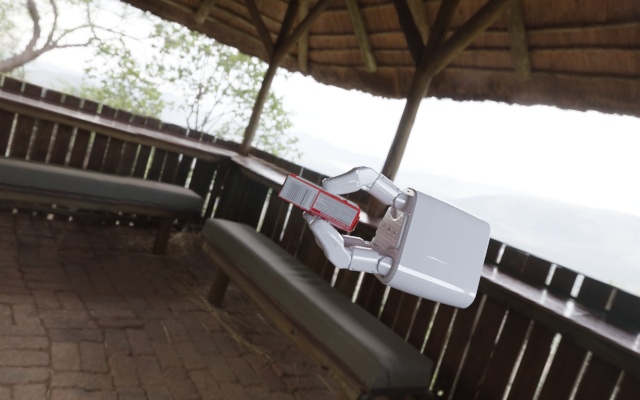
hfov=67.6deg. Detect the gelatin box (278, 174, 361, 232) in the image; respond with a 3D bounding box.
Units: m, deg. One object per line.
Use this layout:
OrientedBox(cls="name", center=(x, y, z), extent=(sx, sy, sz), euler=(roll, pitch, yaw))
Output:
OrientedBox(cls="gelatin box", center=(0.000, 0.001, 0.535), extent=(0.089, 0.030, 0.073), euler=(27, 4, 0))
